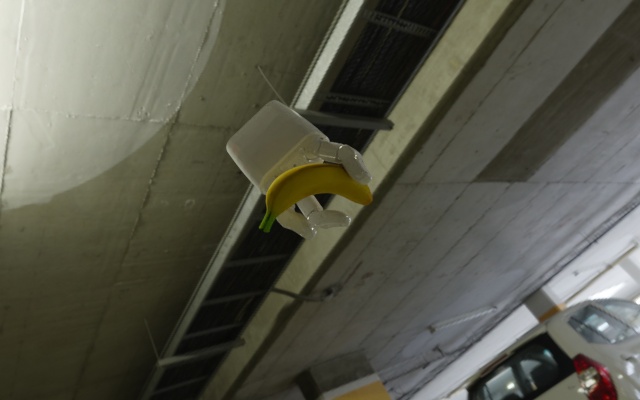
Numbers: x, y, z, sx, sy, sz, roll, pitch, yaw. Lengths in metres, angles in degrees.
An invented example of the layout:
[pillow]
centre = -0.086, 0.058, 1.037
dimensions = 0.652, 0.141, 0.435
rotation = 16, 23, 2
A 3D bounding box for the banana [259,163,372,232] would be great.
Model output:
[banana]
centre = 0.001, -0.014, 0.599
dimensions = 0.198, 0.070, 0.037
rotation = -12, 33, -43
